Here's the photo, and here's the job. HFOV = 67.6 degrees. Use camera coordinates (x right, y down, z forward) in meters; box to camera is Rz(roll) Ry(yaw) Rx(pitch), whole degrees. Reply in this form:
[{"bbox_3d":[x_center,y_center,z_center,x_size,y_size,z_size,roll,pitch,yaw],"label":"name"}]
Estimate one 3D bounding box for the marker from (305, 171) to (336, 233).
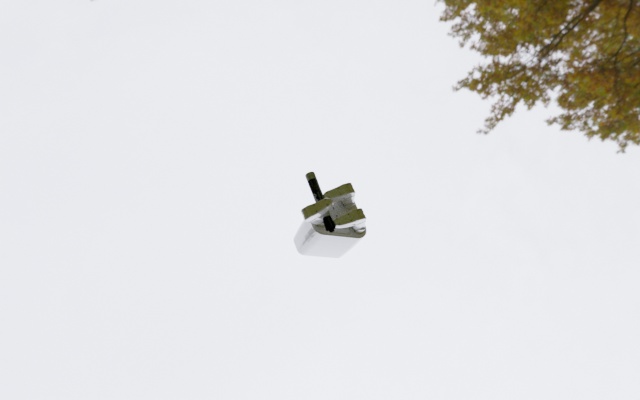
[{"bbox_3d":[0.000,0.003,0.858,0.020,0.121,0.020,-18,-23,-8],"label":"marker"}]
